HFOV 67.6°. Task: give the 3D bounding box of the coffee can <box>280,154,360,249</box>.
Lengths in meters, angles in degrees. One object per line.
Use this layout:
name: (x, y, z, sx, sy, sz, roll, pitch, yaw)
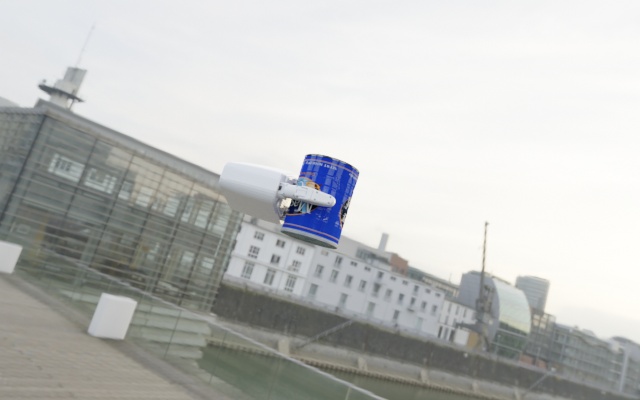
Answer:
coffee can: (0.000, 0.003, 0.829, 0.103, 0.140, 0.103, 17, -10, 3)
